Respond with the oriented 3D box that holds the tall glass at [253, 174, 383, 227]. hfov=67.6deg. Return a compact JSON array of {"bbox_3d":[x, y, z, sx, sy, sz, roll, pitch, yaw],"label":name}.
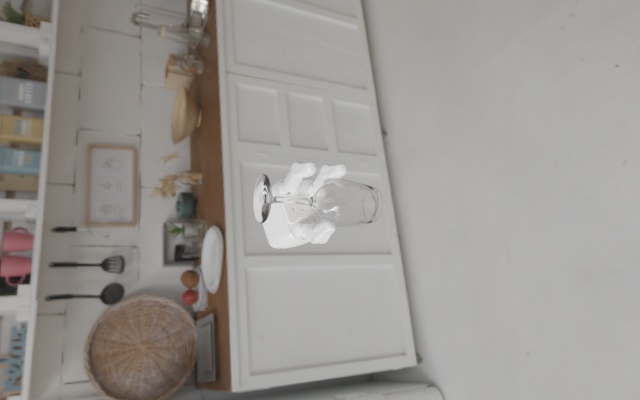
[{"bbox_3d":[0.000,0.002,0.760,0.201,0.079,0.079,3,-2,-27],"label":"tall glass"}]
